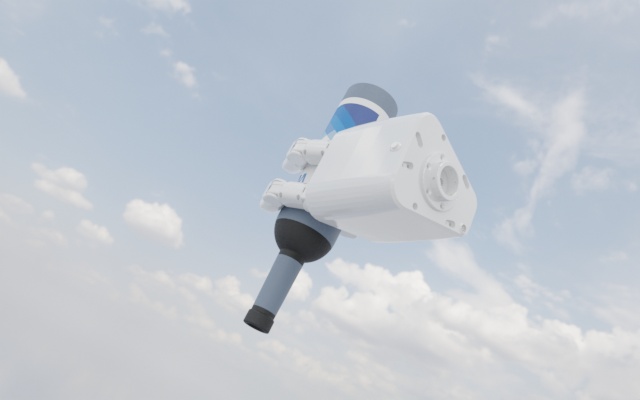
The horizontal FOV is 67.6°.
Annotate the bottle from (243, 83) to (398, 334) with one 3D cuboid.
[{"bbox_3d":[0.000,0.001,0.513,0.069,0.295,0.069,22,-25,11],"label":"bottle"}]
